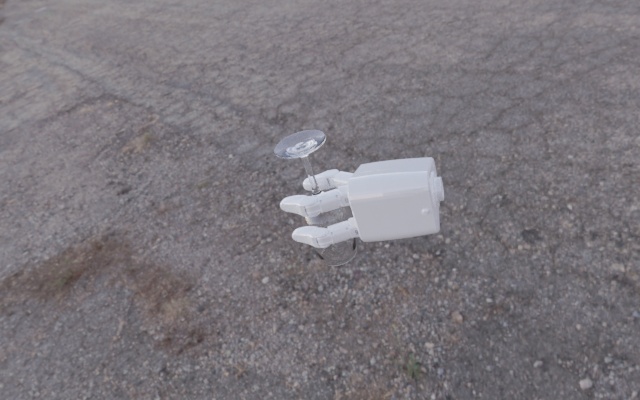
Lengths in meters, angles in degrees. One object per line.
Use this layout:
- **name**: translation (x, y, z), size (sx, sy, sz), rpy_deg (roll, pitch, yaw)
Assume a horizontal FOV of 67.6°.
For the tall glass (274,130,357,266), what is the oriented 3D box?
- **tall glass**: translation (0.000, 0.002, 0.701), size (0.079, 0.201, 0.079), rpy_deg (-14, 32, 9)
